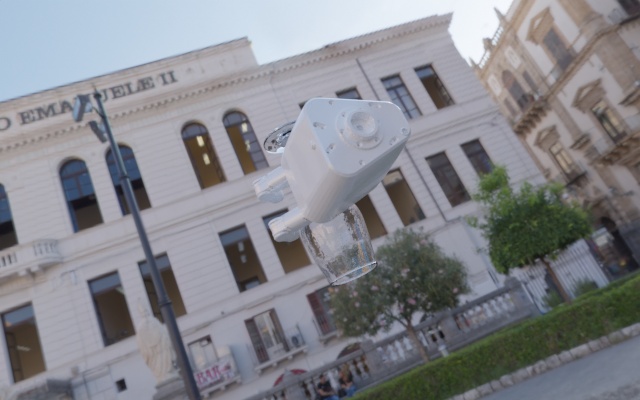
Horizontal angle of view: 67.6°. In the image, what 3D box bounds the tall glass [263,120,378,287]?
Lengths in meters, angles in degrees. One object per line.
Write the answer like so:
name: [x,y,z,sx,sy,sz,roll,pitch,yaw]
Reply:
tall glass: [0.000,0.001,0.590,0.079,0.201,0.079,-22,-18,-8]
